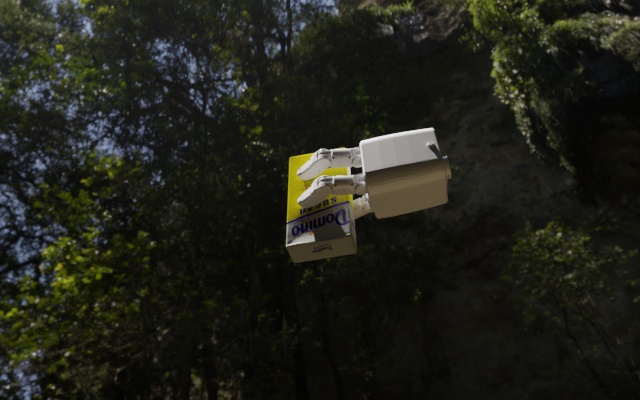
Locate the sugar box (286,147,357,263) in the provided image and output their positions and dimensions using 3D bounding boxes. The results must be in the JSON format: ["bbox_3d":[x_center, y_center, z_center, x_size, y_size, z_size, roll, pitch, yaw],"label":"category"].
[{"bbox_3d":[0.000,0.002,0.698,0.093,0.176,0.048,-11,-45,9],"label":"sugar box"}]
